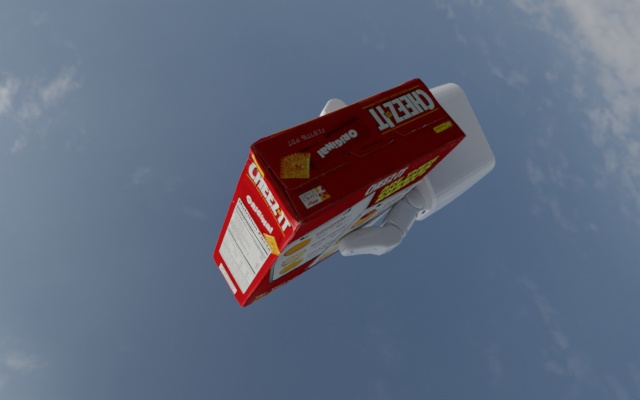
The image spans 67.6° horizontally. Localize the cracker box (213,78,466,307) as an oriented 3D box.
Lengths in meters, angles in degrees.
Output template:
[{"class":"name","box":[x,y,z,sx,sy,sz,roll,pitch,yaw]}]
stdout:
[{"class":"cracker box","box":[0.000,0.002,0.424,0.164,0.072,0.214,-28,-14,-29]}]
